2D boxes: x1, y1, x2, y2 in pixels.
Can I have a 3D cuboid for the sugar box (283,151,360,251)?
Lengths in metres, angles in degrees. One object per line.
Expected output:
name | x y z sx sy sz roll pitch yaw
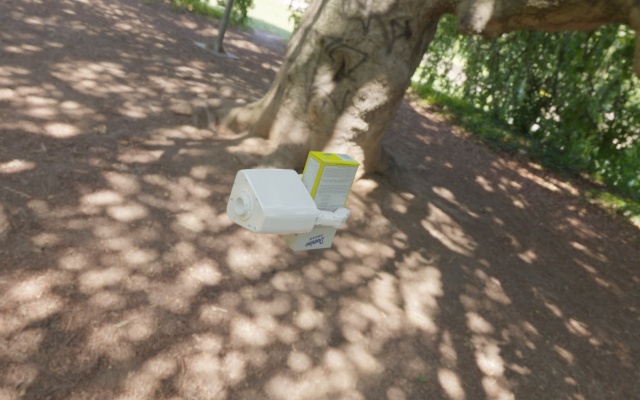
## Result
sugar box | 0.000 0.002 0.850 0.093 0.176 0.048 0 31 -41
